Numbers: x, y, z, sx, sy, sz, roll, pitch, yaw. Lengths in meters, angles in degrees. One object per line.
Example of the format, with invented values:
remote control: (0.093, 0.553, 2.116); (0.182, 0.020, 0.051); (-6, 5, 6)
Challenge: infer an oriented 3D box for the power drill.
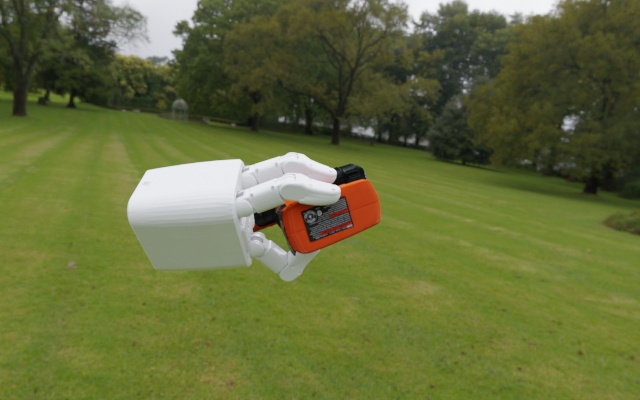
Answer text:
power drill: (0.000, 0.002, 0.579); (0.184, 0.057, 0.187); (-22, 12, -15)
